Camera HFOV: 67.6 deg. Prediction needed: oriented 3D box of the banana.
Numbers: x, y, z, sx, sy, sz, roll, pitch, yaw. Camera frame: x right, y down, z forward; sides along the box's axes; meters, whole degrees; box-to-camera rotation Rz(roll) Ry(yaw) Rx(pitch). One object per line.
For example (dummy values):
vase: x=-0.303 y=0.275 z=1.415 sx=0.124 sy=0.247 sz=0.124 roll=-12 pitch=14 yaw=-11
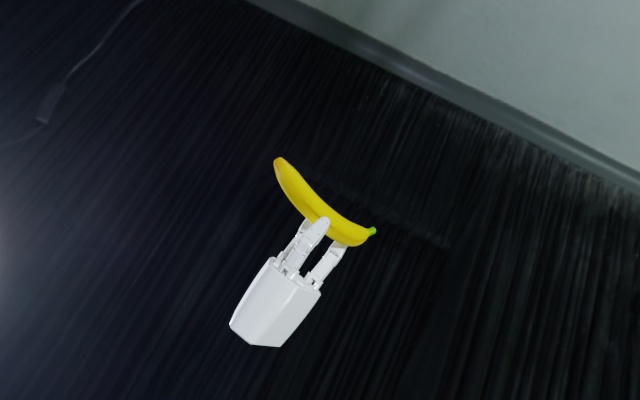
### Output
banana: x=0.001 y=0.013 z=0.723 sx=0.198 sy=0.037 sz=0.069 roll=39 pitch=25 yaw=-12
